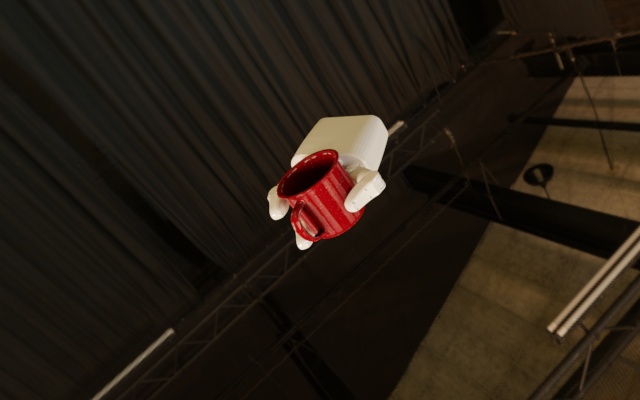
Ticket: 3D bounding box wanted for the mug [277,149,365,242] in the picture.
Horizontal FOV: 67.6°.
[{"bbox_3d":[0.000,0.003,0.606,0.093,0.081,0.117,-15,34,37],"label":"mug"}]
